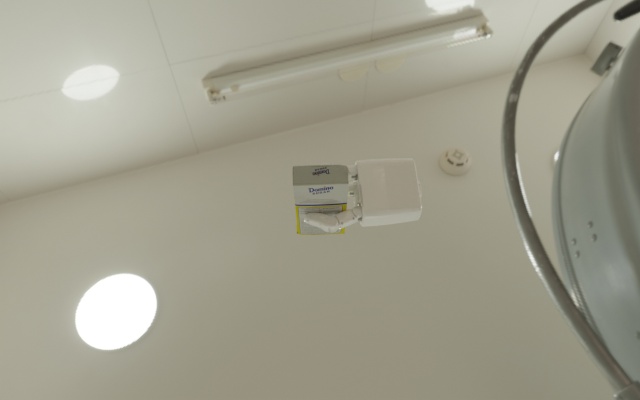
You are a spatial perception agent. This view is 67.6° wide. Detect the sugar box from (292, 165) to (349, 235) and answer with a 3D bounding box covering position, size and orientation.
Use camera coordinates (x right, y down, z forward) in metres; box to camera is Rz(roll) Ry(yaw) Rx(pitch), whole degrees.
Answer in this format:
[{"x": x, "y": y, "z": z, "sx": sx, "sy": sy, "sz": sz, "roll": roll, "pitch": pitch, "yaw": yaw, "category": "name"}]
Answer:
[{"x": 0.000, "y": 0.002, "z": 0.850, "sx": 0.093, "sy": 0.048, "sz": 0.176, "roll": -2, "pitch": -34, "yaw": -2, "category": "sugar box"}]
